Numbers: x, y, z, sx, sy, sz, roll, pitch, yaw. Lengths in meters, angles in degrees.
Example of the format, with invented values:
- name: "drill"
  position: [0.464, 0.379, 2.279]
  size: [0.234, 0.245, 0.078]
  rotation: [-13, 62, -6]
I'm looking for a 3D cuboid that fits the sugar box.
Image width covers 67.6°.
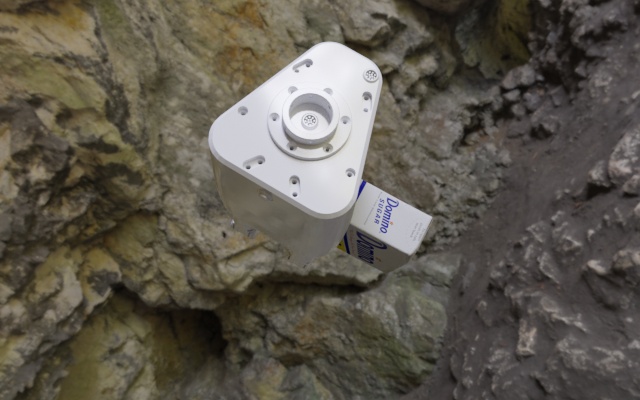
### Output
- name: "sugar box"
  position: [0.000, 0.002, 0.420]
  size: [0.176, 0.048, 0.093]
  rotation: [30, -17, 4]
